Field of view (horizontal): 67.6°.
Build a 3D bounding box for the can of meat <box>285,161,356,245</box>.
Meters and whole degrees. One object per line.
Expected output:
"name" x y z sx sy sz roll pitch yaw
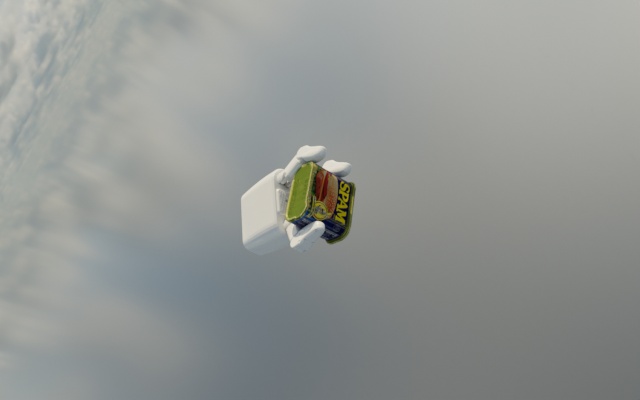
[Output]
"can of meat" 0.000 0.002 0.714 0.084 0.102 0.057 28 -34 -29
